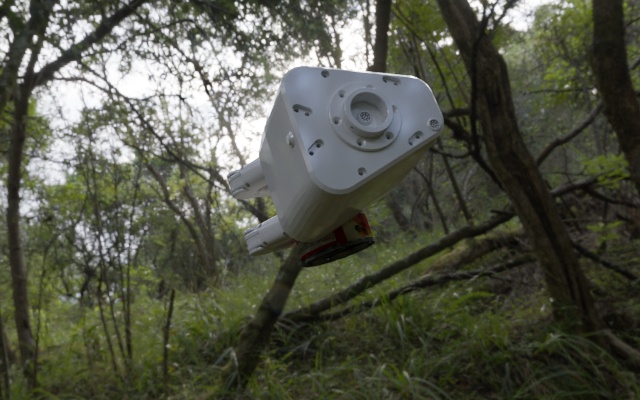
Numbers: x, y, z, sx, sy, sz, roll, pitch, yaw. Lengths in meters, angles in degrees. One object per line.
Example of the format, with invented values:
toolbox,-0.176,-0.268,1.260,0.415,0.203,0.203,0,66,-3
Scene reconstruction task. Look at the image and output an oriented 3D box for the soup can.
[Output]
soup can,0.000,0.001,0.433,0.068,0.102,0.068,-18,-14,-5
